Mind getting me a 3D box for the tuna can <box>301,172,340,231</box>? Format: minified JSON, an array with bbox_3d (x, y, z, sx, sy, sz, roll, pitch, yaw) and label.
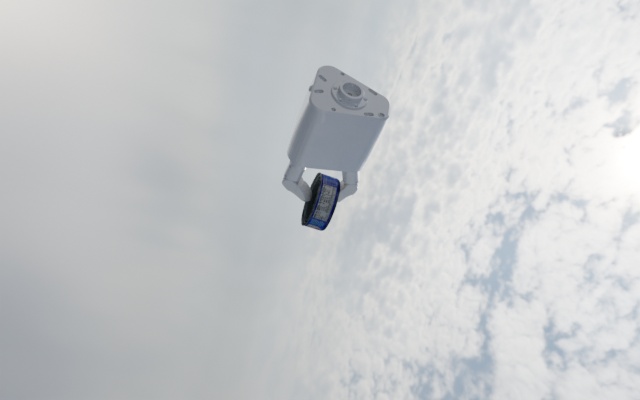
[{"bbox_3d":[0.001,0.003,0.729,0.034,0.086,0.086,18,-4,-11],"label":"tuna can"}]
